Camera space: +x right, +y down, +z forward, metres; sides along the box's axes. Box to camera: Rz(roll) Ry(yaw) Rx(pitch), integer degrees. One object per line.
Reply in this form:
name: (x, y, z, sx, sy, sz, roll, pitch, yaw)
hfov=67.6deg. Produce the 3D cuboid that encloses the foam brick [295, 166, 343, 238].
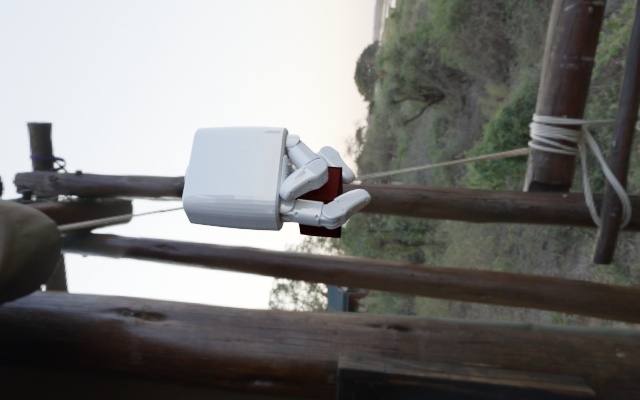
foam brick: (0.000, 0.002, 0.571, 0.051, 0.053, 0.078, 2, -37, 5)
